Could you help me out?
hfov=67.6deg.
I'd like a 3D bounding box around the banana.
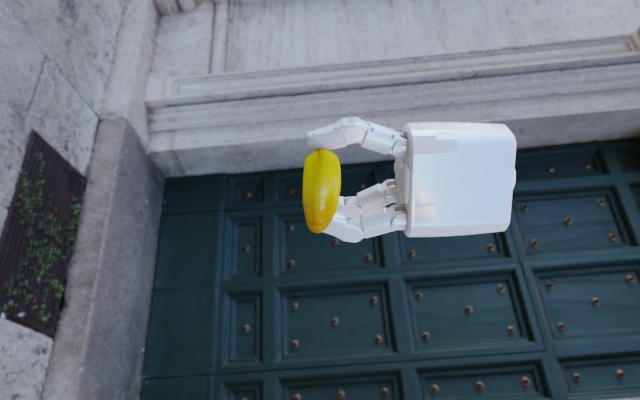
[{"bbox_3d":[0.001,-0.017,0.476,0.037,0.069,0.198,2,6,-2],"label":"banana"}]
